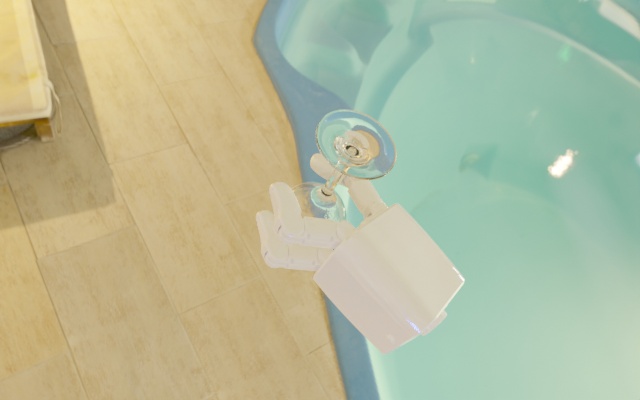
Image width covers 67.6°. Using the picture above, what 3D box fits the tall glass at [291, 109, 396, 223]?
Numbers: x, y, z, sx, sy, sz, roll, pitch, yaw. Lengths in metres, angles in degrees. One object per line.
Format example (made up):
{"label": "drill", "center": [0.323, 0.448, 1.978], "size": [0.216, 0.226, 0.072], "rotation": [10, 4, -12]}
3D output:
{"label": "tall glass", "center": [0.000, 0.001, 0.487], "size": [0.079, 0.079, 0.201], "rotation": [0, -30, -22]}
